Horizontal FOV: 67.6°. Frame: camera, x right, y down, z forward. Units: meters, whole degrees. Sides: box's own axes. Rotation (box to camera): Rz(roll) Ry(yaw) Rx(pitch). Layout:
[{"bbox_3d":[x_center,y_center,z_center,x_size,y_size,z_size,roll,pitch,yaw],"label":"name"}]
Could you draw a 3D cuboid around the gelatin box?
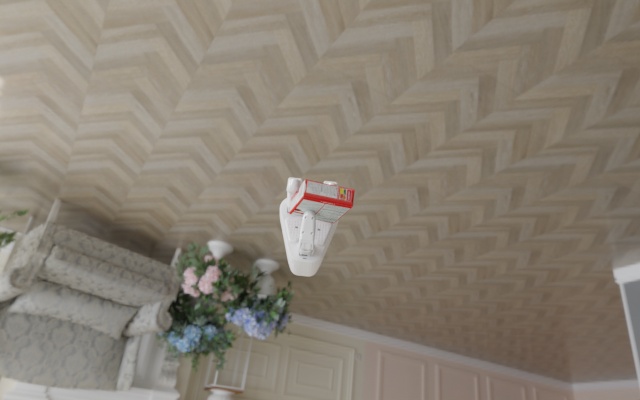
[{"bbox_3d":[0.000,0.003,0.691,0.073,0.030,0.089,12,-20,-13],"label":"gelatin box"}]
